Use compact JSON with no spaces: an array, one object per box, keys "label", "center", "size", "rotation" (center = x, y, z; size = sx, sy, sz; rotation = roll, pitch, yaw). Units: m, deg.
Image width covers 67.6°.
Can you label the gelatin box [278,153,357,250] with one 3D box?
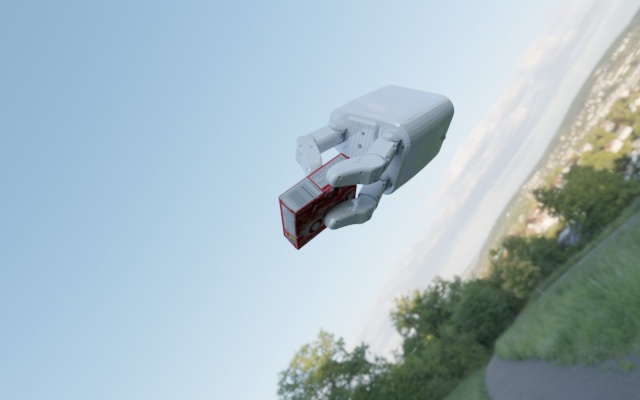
[{"label":"gelatin box","center":[0.000,0.002,0.502],"size":[0.089,0.030,0.073],"rotation":[-36,-27,-22]}]
